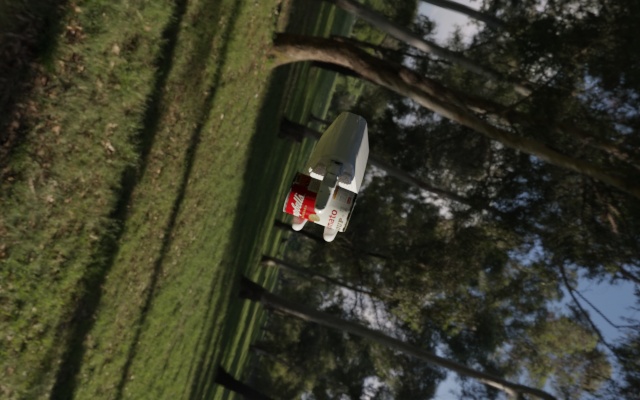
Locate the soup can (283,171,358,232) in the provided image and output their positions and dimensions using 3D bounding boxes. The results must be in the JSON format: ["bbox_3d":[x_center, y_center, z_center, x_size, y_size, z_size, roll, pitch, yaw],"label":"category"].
[{"bbox_3d":[0.000,0.003,0.757,0.102,0.068,0.068,20,0,2],"label":"soup can"}]
